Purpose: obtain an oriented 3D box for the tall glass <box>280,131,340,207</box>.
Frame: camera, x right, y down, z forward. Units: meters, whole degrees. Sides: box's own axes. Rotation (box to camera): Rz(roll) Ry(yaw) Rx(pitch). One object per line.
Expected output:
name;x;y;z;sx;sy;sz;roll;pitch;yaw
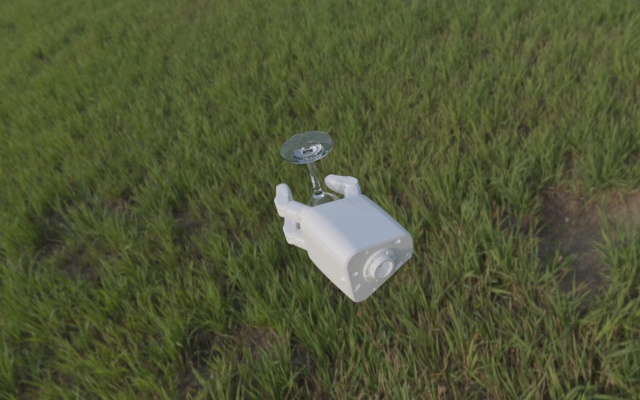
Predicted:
tall glass;0.000;0.002;0.706;0.079;0.201;0.079;-8;39;7
